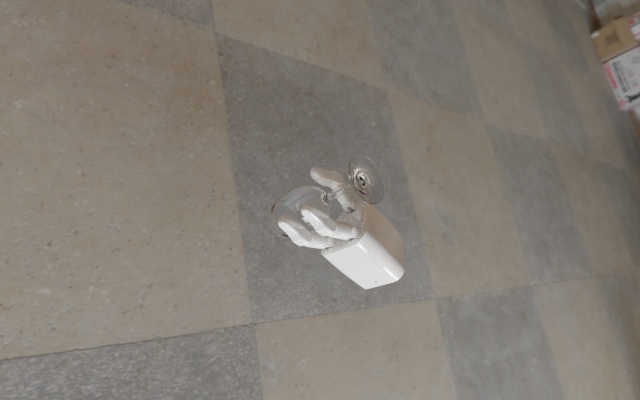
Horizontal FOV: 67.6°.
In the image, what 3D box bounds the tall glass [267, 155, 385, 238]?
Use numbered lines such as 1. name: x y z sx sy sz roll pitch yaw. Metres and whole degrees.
1. tall glass: 0.000 0.002 0.738 0.079 0.079 0.201 0 -19 -44
